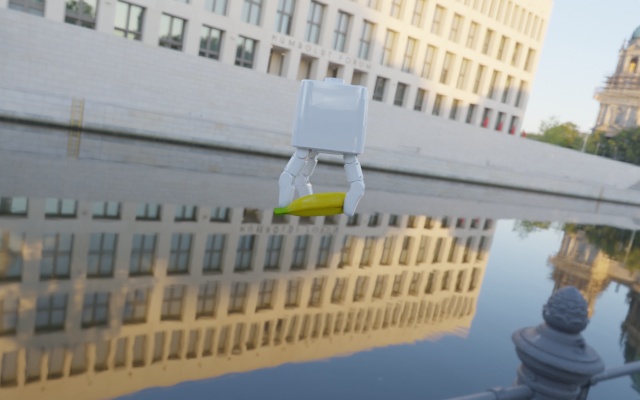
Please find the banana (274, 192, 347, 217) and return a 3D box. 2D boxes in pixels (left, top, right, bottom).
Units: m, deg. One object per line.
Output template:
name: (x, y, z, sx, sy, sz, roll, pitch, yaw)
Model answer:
banana: (0.013, 0.004, 0.799, 0.069, 0.037, 0.198, 5, 6, 38)
